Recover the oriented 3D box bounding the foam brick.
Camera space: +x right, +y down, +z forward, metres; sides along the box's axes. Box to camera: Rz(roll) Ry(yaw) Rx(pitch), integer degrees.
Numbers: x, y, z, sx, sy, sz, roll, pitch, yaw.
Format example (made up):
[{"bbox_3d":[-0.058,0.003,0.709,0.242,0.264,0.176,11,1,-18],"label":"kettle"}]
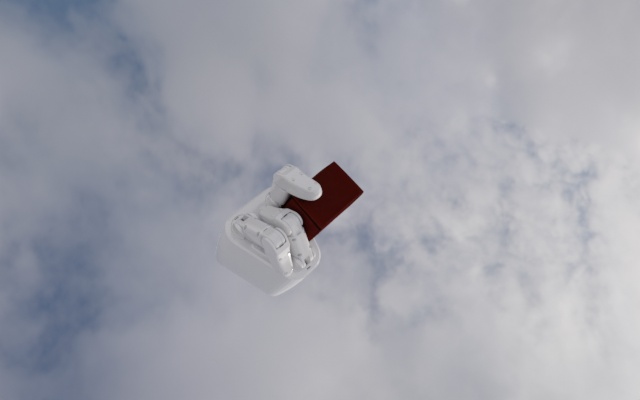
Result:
[{"bbox_3d":[0.000,0.002,0.560,0.078,0.053,0.051,-39,-5,-31],"label":"foam brick"}]
